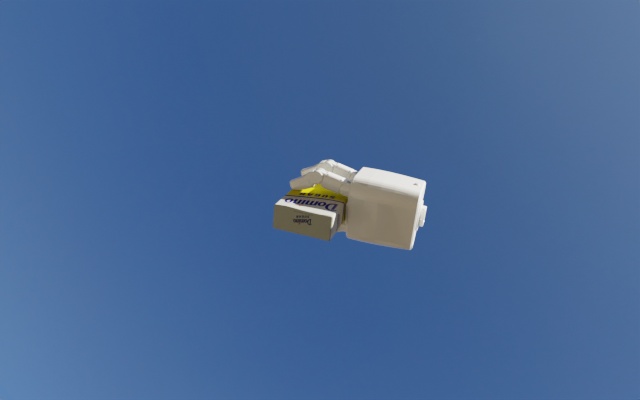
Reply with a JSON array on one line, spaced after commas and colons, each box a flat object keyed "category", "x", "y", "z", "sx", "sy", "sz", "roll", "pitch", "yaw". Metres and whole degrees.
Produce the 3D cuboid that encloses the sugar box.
[{"category": "sugar box", "x": 0.000, "y": 0.002, "z": 0.767, "sx": 0.093, "sy": 0.048, "sz": 0.176, "roll": 12, "pitch": 21, "yaw": 14}]
